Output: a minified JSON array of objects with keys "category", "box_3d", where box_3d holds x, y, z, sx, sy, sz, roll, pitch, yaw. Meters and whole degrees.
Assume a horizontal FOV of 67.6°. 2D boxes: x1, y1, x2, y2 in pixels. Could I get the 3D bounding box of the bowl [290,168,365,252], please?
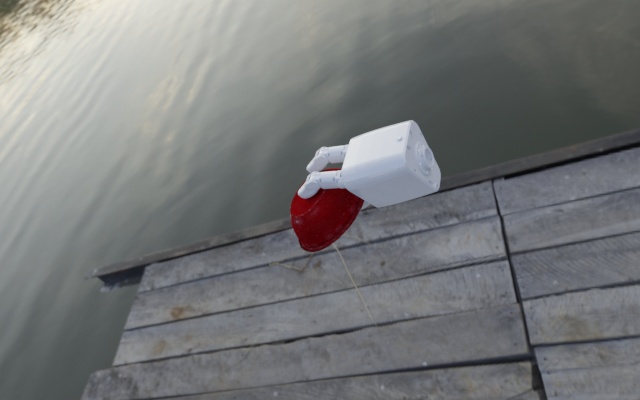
[{"category":"bowl","box_3d":[-0.001,0.003,0.790,0.055,0.162,0.162,37,-18,-26]}]
